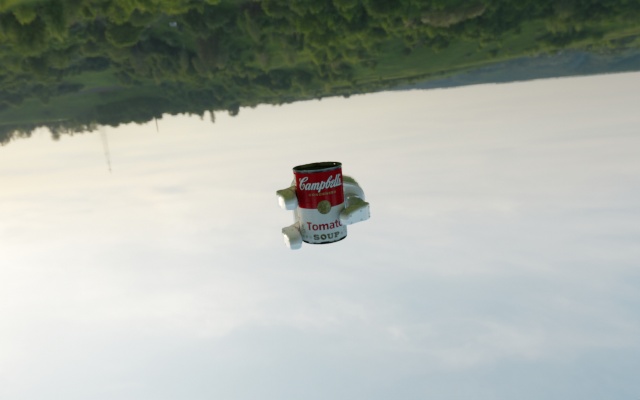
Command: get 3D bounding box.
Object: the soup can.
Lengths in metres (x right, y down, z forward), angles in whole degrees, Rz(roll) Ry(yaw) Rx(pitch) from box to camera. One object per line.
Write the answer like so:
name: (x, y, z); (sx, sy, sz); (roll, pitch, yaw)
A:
soup can: (0.000, 0.003, 0.654); (0.068, 0.102, 0.068); (-5, 13, 1)
